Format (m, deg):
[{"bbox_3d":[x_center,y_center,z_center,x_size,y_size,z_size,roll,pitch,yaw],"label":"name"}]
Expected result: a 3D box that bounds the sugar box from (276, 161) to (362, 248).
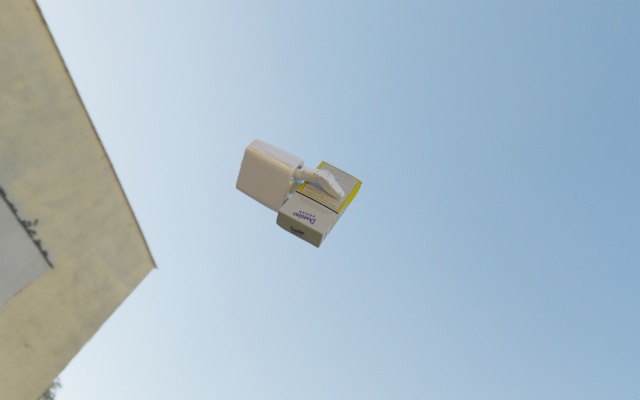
[{"bbox_3d":[0.000,0.003,0.895,0.093,0.048,0.176,28,47,11],"label":"sugar box"}]
